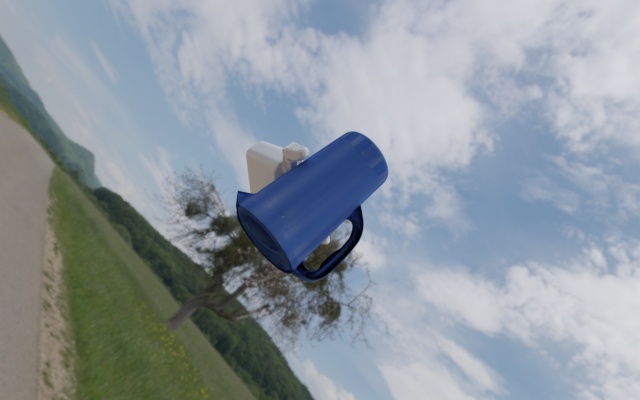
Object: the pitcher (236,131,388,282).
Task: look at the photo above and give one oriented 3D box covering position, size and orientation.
[{"bbox_3d":[0.000,0.002,0.770,0.242,0.149,0.145,-39,40,-21],"label":"pitcher"}]
